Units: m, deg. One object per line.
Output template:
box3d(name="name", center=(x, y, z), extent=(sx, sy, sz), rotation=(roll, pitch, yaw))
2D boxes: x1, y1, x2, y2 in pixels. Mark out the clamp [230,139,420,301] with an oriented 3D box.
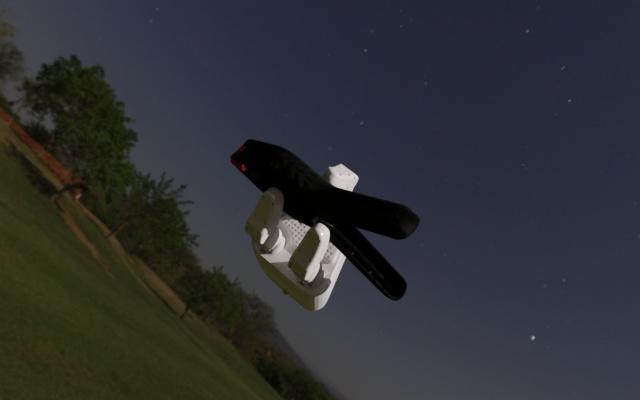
box3d(name="clamp", center=(0.000, 0.001, 0.426), extent=(0.210, 0.036, 0.165), rotation=(37, -20, 15))
